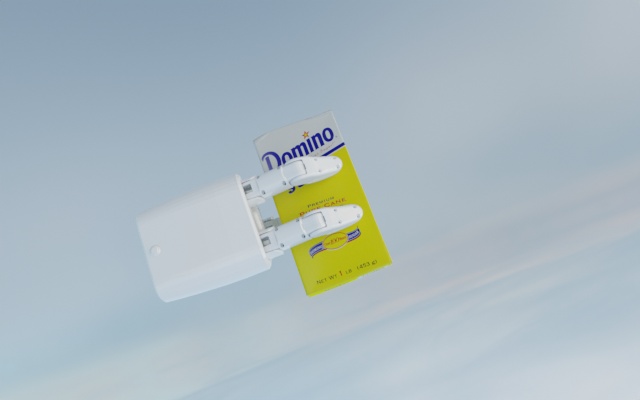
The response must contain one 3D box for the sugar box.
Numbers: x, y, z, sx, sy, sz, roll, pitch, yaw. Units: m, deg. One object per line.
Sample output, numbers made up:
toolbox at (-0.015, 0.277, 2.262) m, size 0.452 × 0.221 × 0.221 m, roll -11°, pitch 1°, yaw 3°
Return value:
sugar box at (0.000, 0.002, 0.501) m, size 0.093 × 0.176 × 0.048 m, roll -21°, pitch -12°, yaw -2°
